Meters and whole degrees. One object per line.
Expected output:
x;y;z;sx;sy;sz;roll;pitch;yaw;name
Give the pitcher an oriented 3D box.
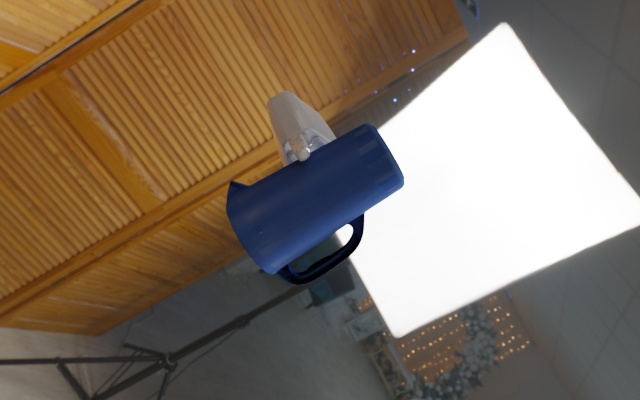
0.000;0.002;0.697;0.243;0.145;0.149;-31;-39;6;pitcher
